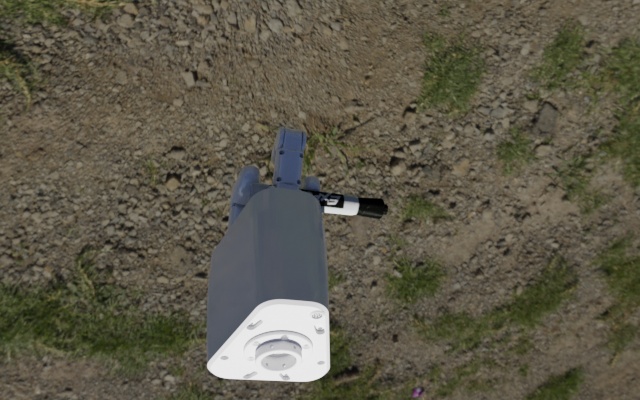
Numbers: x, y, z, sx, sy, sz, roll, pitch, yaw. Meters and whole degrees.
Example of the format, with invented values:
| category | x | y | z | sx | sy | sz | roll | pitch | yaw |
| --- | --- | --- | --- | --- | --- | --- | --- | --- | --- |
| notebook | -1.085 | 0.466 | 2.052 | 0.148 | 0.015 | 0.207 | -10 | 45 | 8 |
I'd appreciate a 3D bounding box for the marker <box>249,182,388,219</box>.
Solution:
| category | x | y | z | sx | sy | sz | roll | pitch | yaw |
| --- | --- | --- | --- | --- | --- | --- | --- | --- | --- |
| marker | 0.000 | 0.001 | 0.409 | 0.121 | 0.020 | 0.020 | 7 | -2 | -13 |
